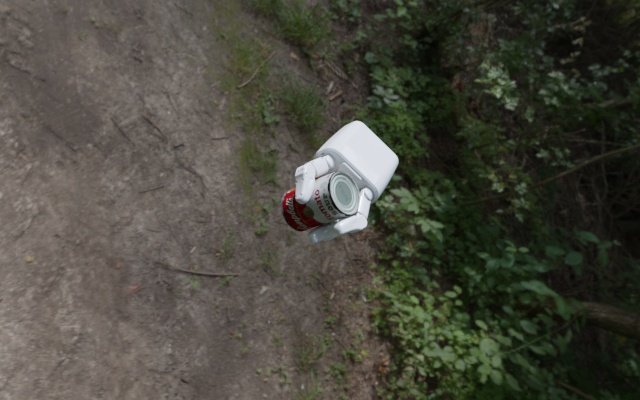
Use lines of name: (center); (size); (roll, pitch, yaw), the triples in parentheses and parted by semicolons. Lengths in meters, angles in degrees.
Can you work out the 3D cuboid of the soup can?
soup can: (0.000, 0.002, 0.708); (0.102, 0.068, 0.068); (-20, -13, 41)
